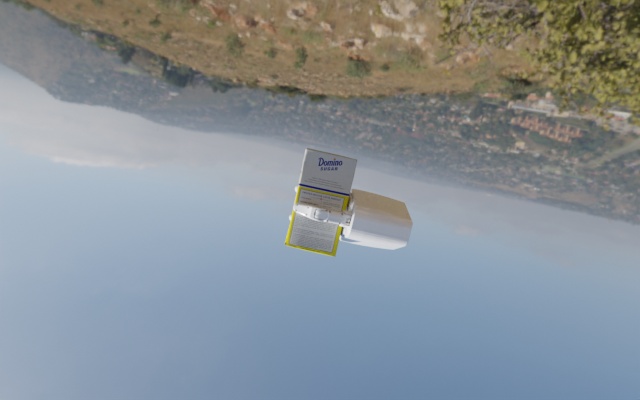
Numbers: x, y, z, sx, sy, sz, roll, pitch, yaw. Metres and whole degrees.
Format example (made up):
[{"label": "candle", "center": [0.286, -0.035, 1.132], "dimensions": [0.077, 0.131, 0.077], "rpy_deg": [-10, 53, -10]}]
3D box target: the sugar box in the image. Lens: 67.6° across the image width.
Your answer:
[{"label": "sugar box", "center": [0.000, 0.003, 0.844], "dimensions": [0.093, 0.176, 0.048], "rpy_deg": [13, 5, -4]}]
